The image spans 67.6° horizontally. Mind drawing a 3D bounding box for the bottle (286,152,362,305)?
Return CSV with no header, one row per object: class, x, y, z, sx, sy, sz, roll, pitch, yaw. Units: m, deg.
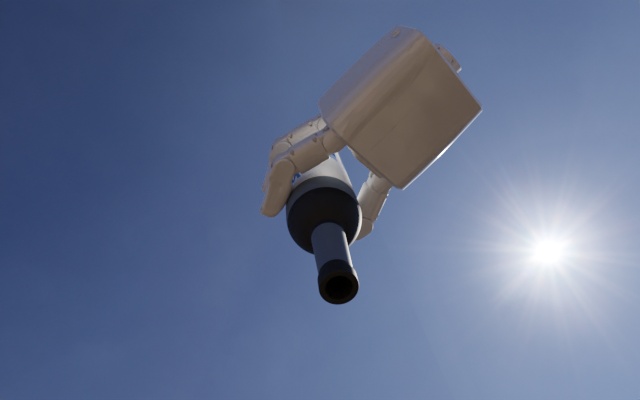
bottle,0.000,0.001,0.454,0.069,0.069,0.295,0,23,-5
